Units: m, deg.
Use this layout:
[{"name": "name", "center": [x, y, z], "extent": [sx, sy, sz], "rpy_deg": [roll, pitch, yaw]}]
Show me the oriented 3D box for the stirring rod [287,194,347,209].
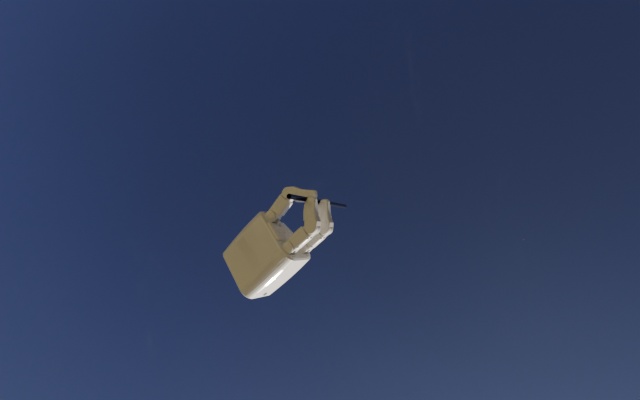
[{"name": "stirring rod", "center": [0.000, 0.003, 0.818], "extent": [0.011, 0.011, 0.239], "rpy_deg": [0, -4, 23]}]
